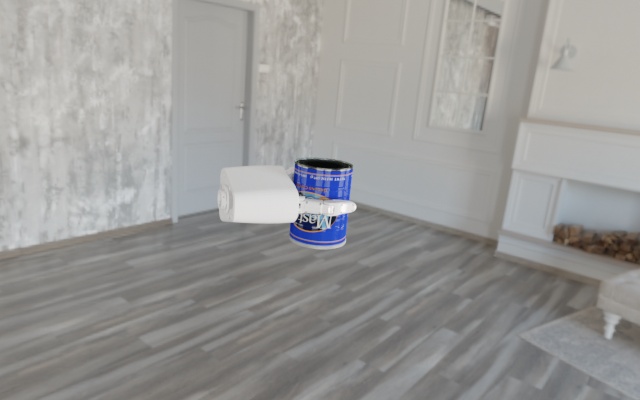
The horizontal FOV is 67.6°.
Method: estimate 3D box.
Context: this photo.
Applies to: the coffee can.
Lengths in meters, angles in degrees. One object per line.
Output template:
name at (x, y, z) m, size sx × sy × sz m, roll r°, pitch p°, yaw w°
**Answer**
coffee can at (0.000, 0.003, 0.837) m, size 0.103 × 0.140 × 0.102 m, roll 5°, pitch 15°, yaw -1°
